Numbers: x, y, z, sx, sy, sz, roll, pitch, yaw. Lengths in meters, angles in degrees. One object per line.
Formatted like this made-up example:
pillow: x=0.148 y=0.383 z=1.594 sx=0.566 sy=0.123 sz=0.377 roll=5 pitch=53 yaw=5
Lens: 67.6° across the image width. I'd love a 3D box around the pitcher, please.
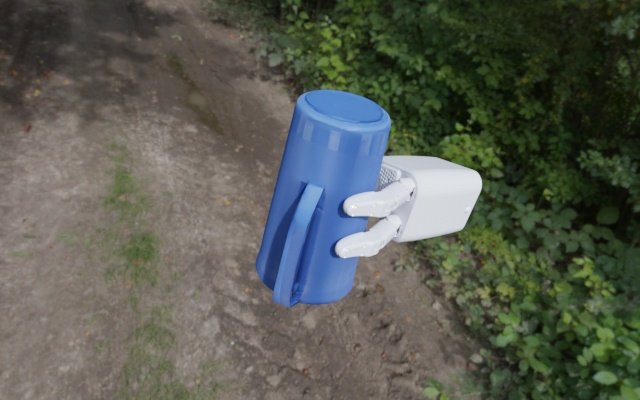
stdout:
pitcher: x=0.000 y=0.002 z=0.573 sx=0.145 sy=0.243 sz=0.149 roll=-5 pitch=35 yaw=-28
